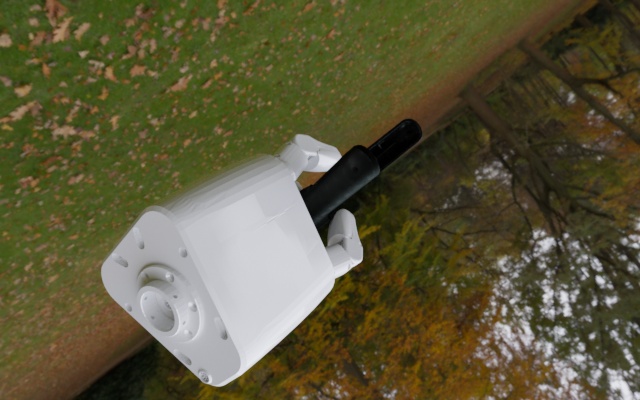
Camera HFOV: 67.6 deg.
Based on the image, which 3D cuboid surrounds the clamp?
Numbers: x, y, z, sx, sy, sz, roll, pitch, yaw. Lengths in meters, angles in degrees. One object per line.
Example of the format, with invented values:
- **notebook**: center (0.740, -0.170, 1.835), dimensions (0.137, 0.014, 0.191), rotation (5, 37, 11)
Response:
- **clamp**: center (0.000, 0.002, 0.424), dimensions (0.210, 0.036, 0.164), rotation (-40, -3, 34)
